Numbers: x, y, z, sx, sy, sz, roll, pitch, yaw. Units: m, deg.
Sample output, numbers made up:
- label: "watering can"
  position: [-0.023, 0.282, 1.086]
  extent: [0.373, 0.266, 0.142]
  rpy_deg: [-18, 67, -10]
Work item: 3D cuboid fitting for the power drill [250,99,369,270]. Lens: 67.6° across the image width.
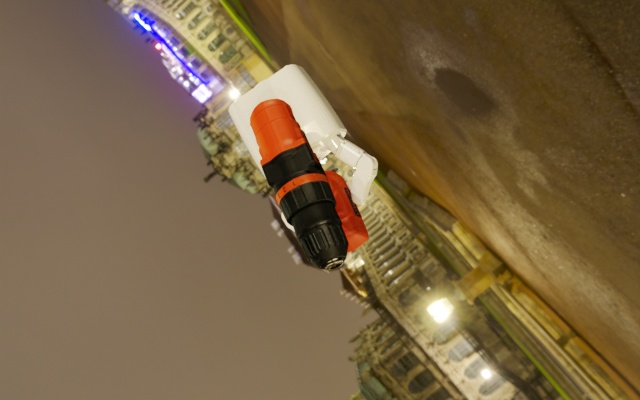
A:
- label: "power drill"
  position: [0.000, 0.002, 0.514]
  extent: [0.057, 0.184, 0.188]
  rpy_deg: [-25, -24, 7]
